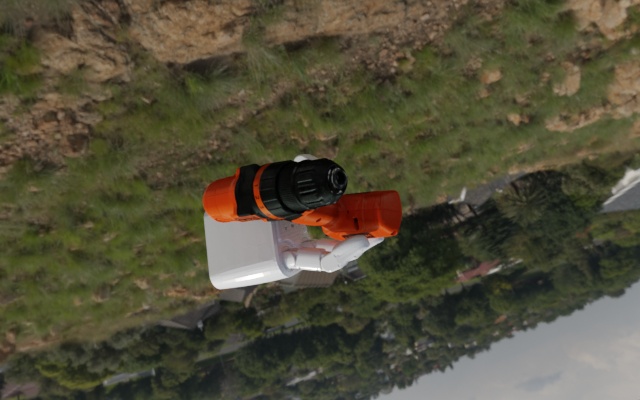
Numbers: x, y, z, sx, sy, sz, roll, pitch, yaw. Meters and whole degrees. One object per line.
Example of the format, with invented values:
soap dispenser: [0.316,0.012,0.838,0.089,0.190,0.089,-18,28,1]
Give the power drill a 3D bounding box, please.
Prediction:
power drill: [0.000,0.002,0.494,0.188,0.057,0.184,14,-14,-43]
